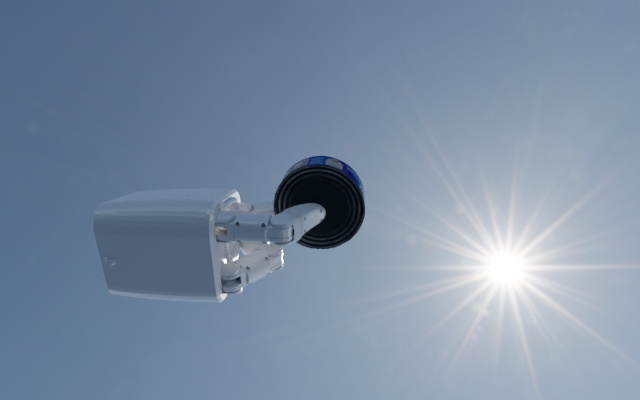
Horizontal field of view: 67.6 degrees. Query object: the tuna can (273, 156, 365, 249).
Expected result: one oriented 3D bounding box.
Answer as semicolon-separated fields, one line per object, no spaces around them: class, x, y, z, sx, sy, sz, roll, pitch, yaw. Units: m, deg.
tuna can;0.000;0.001;0.458;0.086;0.086;0.033;0;23;6
